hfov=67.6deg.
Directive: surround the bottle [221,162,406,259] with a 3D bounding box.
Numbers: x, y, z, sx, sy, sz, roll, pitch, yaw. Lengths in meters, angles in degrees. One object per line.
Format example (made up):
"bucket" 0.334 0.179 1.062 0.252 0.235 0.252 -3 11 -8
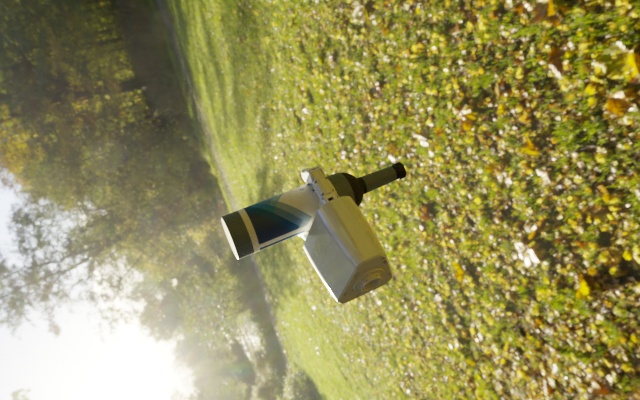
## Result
"bottle" 0.000 0.002 0.729 0.295 0.069 0.069 -22 6 -16
